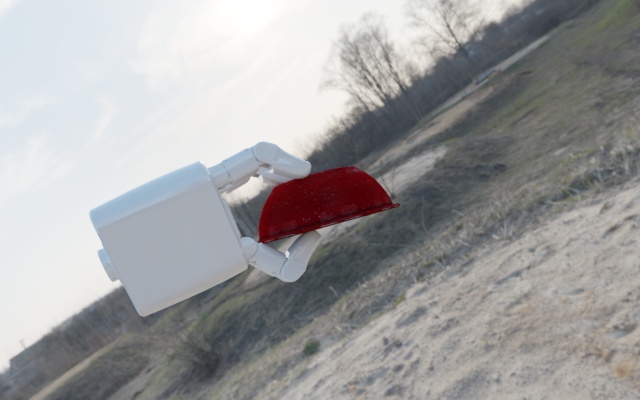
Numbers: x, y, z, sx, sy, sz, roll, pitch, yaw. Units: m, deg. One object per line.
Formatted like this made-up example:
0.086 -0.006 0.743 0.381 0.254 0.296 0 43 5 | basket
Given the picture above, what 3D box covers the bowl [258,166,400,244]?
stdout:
0.001 0.001 0.513 0.162 0.055 0.162 -15 -3 -1 | bowl
